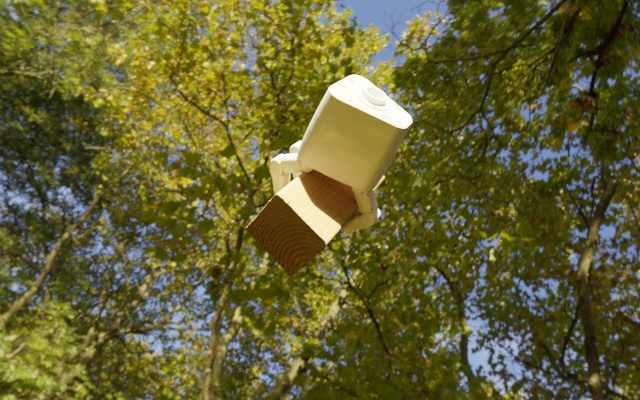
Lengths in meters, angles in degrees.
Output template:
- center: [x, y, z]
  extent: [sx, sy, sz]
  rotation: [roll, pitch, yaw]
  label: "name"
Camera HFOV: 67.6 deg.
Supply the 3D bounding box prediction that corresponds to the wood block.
- center: [0.001, 0.002, 0.684]
  extent: [0.090, 0.091, 0.206]
  rotation: [-45, -1, 39]
  label: "wood block"
